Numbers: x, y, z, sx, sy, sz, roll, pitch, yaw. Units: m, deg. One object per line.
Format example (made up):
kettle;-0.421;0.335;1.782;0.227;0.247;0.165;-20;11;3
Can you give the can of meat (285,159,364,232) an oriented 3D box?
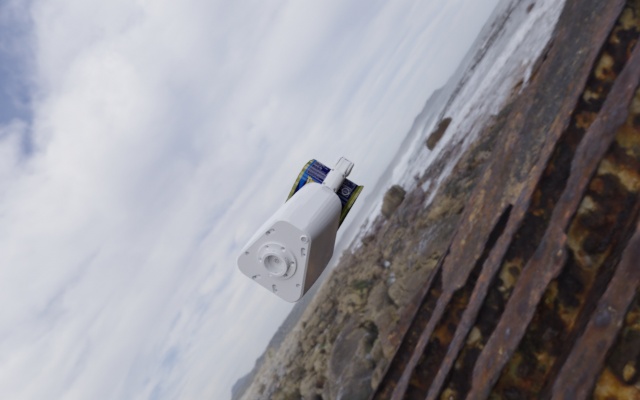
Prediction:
can of meat;0.000;0.002;0.679;0.084;0.102;0.057;31;33;5
